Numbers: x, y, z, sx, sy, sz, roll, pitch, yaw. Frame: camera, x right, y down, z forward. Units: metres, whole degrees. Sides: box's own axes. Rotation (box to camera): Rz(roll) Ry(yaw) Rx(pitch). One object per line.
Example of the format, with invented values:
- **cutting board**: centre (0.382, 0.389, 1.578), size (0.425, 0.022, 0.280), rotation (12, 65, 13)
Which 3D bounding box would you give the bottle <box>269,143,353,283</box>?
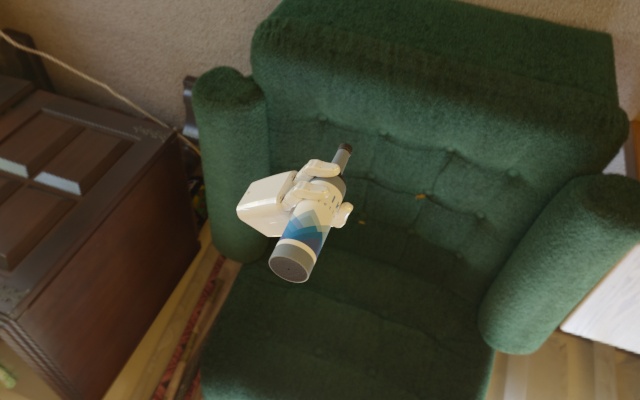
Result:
- **bottle**: centre (0.000, 0.003, 0.822), size (0.069, 0.295, 0.069), rotation (15, -40, 13)
